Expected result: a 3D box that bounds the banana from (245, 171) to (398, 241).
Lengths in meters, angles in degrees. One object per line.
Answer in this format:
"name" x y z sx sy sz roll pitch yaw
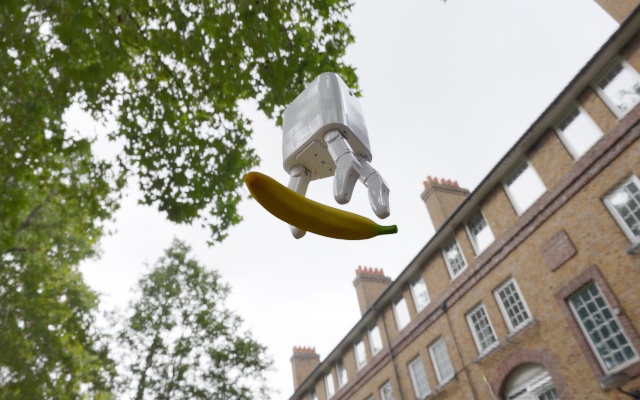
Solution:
"banana" -0.007 0.011 0.554 0.198 0.037 0.070 18 -37 -26
